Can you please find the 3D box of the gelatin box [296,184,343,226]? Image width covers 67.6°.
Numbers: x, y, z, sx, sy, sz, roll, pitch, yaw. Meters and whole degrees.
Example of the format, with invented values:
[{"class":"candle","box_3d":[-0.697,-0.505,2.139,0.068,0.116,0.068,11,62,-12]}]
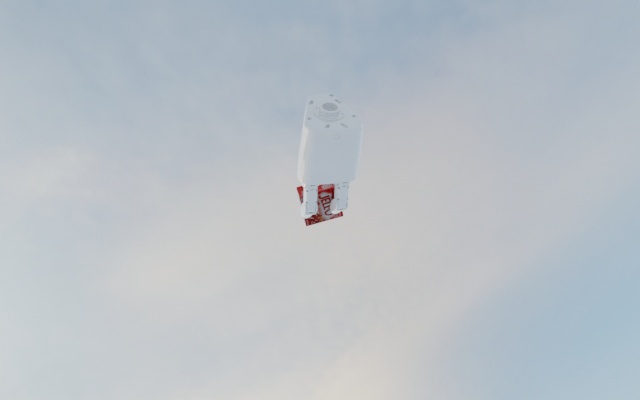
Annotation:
[{"class":"gelatin box","box_3d":[0.000,0.003,0.866,0.073,0.030,0.089,-15,-40,-5]}]
